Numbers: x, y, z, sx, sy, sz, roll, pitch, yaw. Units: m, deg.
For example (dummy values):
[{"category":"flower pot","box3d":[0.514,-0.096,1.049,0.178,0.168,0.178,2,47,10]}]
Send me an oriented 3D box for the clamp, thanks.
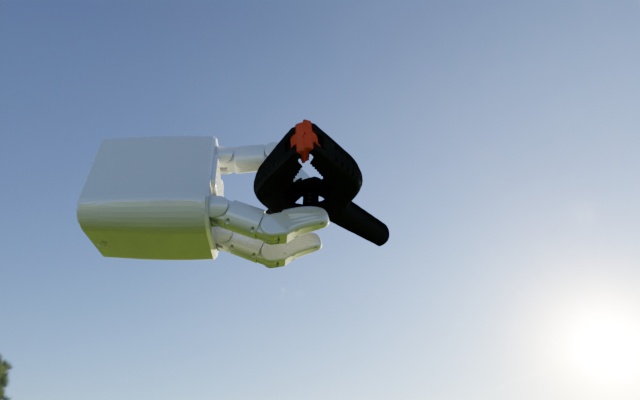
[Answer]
[{"category":"clamp","box3d":[0.000,0.000,0.448,0.164,0.036,0.210,-3,-29,-7]}]
